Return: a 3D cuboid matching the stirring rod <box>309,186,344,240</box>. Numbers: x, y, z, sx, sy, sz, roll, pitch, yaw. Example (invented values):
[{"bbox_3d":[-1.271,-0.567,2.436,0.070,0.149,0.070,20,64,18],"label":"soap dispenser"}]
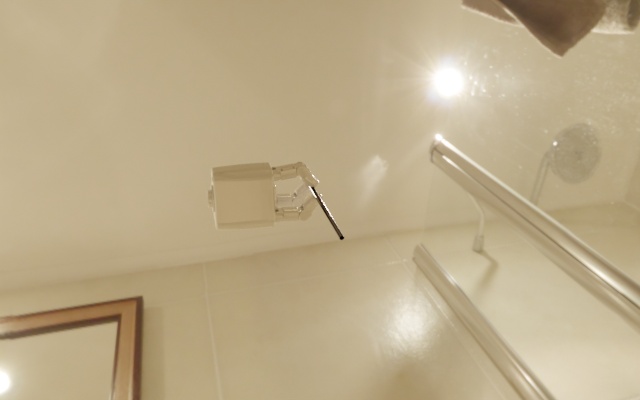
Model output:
[{"bbox_3d":[0.000,0.003,0.849,0.011,0.011,0.239,0,28,-18],"label":"stirring rod"}]
